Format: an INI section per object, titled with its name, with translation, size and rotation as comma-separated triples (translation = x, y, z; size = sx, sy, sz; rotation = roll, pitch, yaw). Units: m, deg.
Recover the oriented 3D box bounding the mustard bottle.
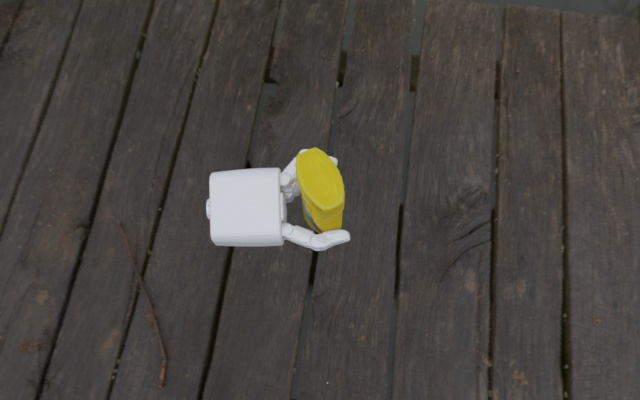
[mustard bottle]
translation = 0.000, 0.002, 0.731
size = 0.058, 0.096, 0.192
rotation = -25, -19, -8
